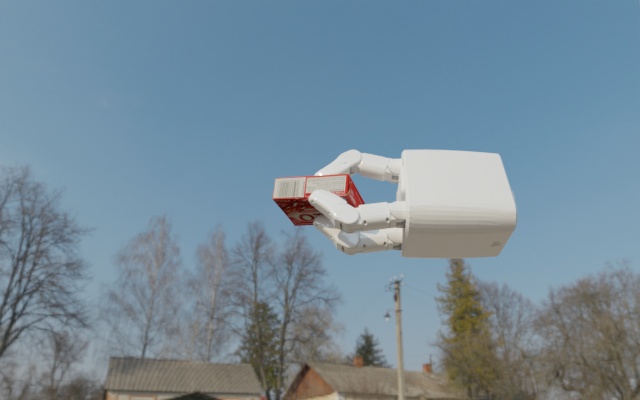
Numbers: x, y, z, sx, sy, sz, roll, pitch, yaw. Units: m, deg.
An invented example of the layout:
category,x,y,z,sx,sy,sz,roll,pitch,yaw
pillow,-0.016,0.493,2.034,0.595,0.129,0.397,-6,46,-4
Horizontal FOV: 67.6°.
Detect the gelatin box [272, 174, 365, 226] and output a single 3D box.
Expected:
category,x,y,z,sx,sy,sz,roll,pitch,yaw
gelatin box,0.000,0.001,0.542,0.089,0.030,0.073,-2,-27,18
